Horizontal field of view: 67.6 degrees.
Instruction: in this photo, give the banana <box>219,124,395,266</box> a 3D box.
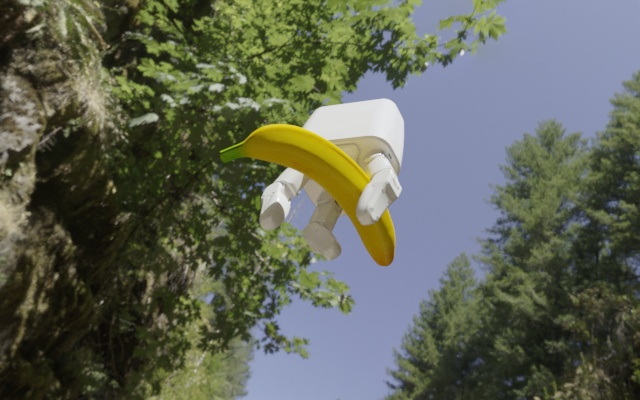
[{"bbox_3d":[0.009,-0.013,0.441,0.198,0.070,0.037,35,28,-15],"label":"banana"}]
